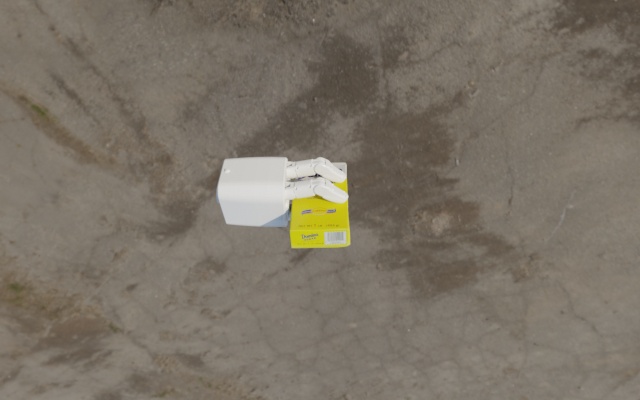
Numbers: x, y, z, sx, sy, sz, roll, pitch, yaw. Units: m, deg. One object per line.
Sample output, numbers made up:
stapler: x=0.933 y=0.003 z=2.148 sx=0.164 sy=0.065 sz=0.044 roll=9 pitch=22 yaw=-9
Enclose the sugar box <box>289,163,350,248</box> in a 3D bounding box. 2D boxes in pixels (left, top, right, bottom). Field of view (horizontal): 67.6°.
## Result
sugar box: x=0.000 y=0.002 z=0.795 sx=0.093 sy=0.048 sz=0.176 roll=-1 pitch=42 yaw=1
